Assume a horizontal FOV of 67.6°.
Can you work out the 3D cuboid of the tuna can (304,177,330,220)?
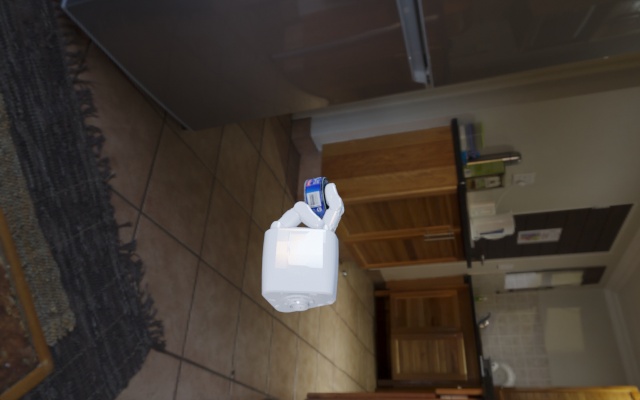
[{"bbox_3d":[0.001,0.003,0.835,0.034,0.086,0.086,-11,-3,14],"label":"tuna can"}]
